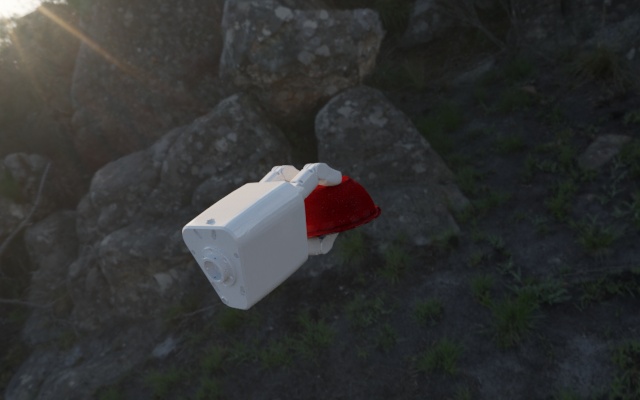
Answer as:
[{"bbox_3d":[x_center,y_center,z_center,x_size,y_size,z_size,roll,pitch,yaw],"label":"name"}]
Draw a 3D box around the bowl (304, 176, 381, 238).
[{"bbox_3d":[0.001,0.001,0.659,0.162,0.055,0.162,-10,11,2],"label":"bowl"}]
